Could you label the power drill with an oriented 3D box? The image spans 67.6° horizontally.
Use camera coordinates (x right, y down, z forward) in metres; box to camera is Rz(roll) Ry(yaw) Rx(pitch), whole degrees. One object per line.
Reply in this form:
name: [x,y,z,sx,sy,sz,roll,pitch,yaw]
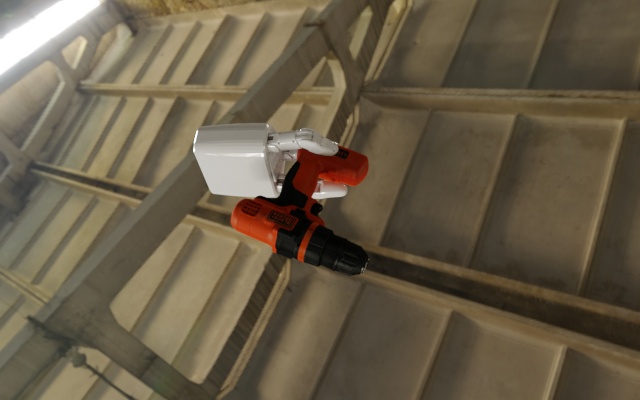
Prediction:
power drill: [0.000,0.002,0.644,0.184,0.057,0.187,22,48,10]
